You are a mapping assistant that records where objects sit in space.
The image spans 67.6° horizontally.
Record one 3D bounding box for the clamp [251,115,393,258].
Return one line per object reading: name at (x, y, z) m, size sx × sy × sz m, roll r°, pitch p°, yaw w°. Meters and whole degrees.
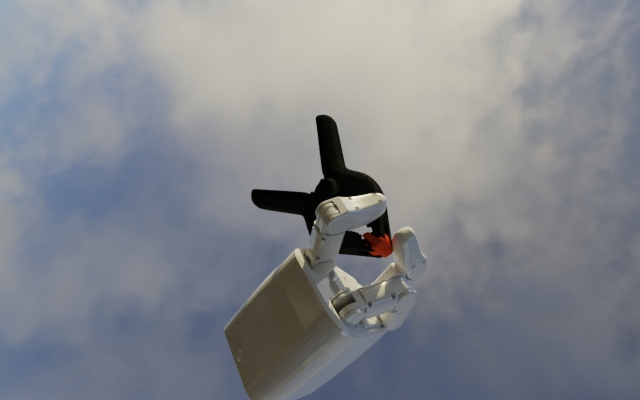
clamp at (0.001, 0.002, 0.459) m, size 0.039 × 0.120 × 0.171 m, roll 29°, pitch 20°, yaw -46°
